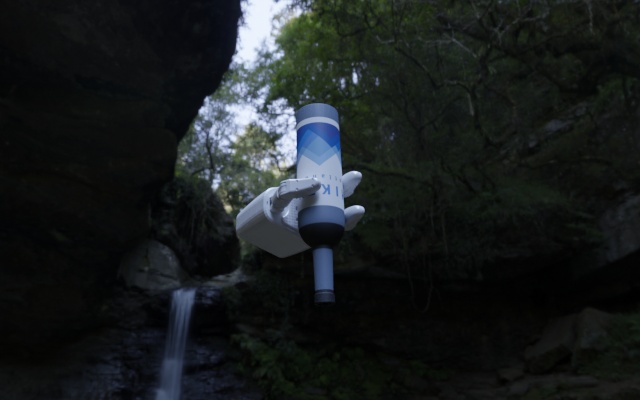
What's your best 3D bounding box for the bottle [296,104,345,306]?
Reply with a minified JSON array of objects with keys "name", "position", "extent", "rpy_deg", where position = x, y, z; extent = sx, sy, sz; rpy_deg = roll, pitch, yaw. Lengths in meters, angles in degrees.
[{"name":"bottle","position":[0.000,0.002,0.689],"extent":[0.069,0.295,0.069],"rpy_deg":[-2,-23,-1]}]
